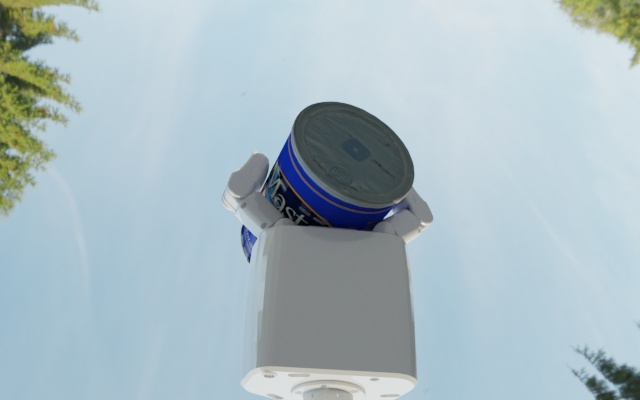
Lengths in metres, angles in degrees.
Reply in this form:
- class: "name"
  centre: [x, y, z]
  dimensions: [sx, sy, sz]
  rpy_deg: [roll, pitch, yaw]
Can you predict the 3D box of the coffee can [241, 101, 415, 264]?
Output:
- class: "coffee can"
  centre: [0.000, 0.001, 0.411]
  dimensions: [0.103, 0.102, 0.140]
  rpy_deg: [0, -36, -29]
